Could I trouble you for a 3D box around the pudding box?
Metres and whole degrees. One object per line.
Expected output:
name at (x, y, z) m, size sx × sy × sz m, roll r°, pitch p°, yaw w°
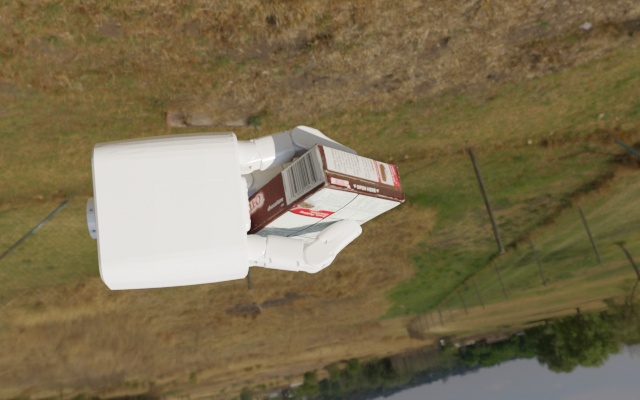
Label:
pudding box at (0.000, 0.001, 0.409) m, size 0.090 × 0.039 × 0.113 m, roll 10°, pitch -29°, yaw -39°
